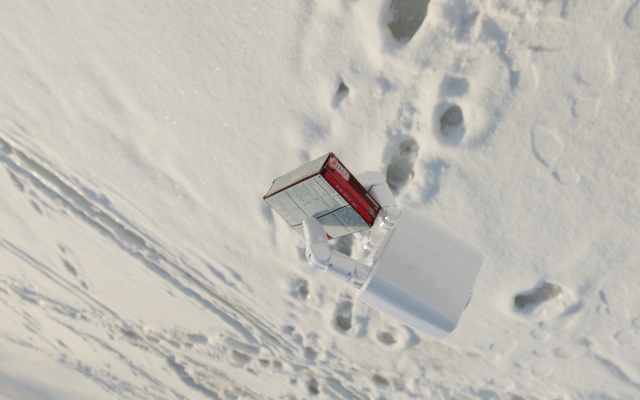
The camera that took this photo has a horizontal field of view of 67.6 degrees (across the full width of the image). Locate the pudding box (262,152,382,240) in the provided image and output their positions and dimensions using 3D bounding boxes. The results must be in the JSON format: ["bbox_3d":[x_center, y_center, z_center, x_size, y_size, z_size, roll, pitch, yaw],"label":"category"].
[{"bbox_3d":[0.000,0.002,0.550,0.113,0.090,0.039,-22,28,46],"label":"pudding box"}]
